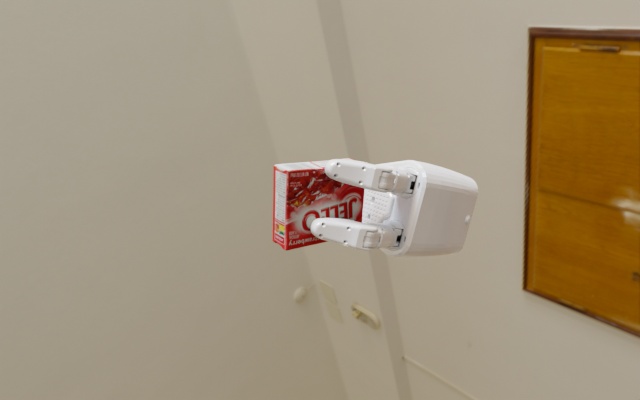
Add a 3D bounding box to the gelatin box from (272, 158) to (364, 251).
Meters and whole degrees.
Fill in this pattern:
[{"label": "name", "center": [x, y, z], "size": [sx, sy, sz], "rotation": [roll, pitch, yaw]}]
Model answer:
[{"label": "gelatin box", "center": [0.000, 0.001, 0.444], "size": [0.089, 0.073, 0.030], "rotation": [-8, 20, -33]}]
